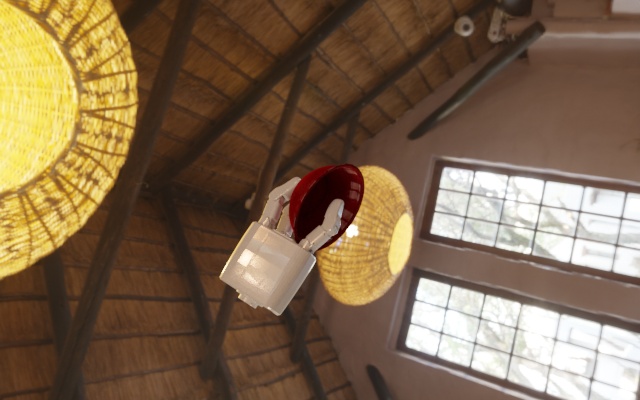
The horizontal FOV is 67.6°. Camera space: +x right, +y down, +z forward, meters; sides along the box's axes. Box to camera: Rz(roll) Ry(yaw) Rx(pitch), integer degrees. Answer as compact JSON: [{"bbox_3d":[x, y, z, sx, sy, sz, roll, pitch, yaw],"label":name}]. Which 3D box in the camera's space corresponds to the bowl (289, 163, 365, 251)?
[{"bbox_3d":[0.001,0.002,0.796,0.055,0.162,0.162,34,21,35],"label":"bowl"}]
